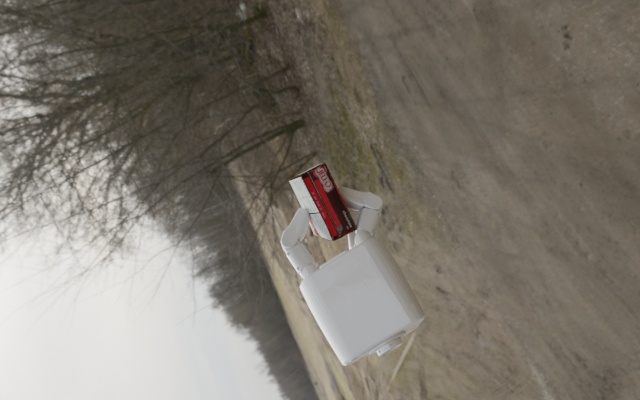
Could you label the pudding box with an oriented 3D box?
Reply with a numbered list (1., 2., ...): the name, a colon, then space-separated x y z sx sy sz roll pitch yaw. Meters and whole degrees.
1. pudding box: 0.000 0.002 0.609 0.039 0.090 0.113 -26 5 -12
